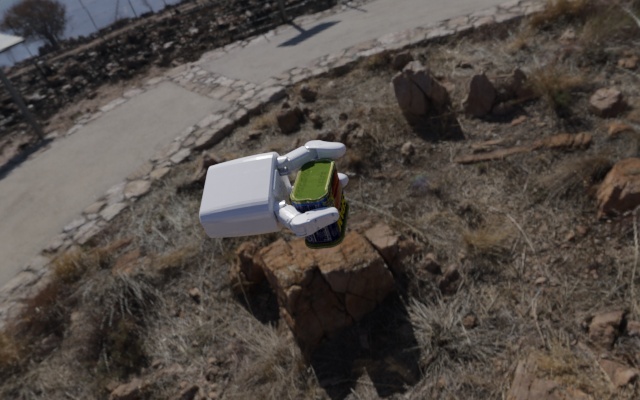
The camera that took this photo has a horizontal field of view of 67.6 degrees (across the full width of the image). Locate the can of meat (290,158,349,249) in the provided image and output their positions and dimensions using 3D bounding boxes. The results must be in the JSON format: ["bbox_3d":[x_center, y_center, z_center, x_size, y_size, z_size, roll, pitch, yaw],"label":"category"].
[{"bbox_3d":[0.000,0.002,0.665,0.057,0.084,0.102,-7,37,16],"label":"can of meat"}]
